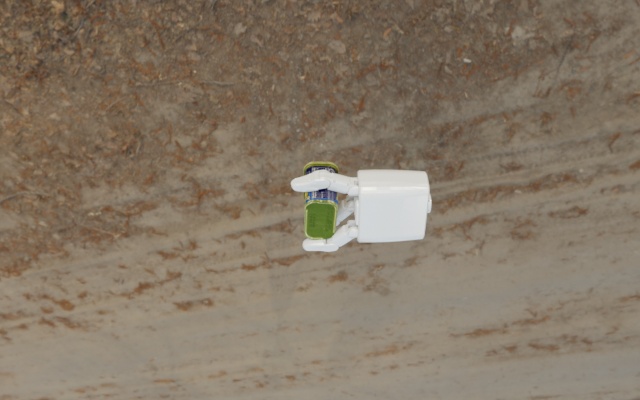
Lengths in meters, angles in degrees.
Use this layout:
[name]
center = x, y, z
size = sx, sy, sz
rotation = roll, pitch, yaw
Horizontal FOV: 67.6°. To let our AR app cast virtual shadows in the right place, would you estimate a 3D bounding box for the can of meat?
[can of meat]
center = 0.000, 0.003, 0.770
size = 0.057, 0.083, 0.102
rotation = 1, -40, -2
